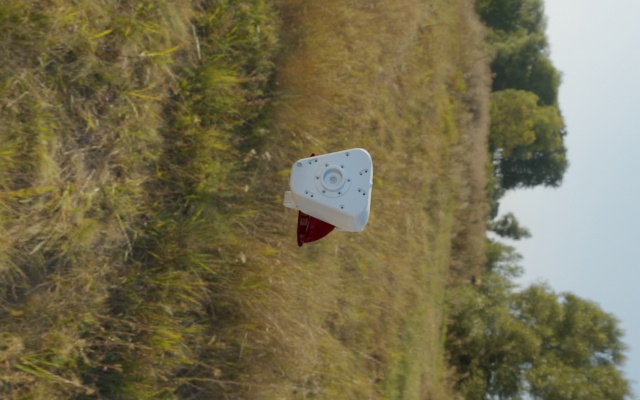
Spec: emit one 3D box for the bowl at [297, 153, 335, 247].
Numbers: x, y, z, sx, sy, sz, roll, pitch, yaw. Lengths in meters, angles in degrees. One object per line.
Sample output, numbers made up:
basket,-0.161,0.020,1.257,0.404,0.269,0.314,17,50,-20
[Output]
bowl,0.000,0.003,0.816,0.055,0.162,0.162,9,-1,-9
